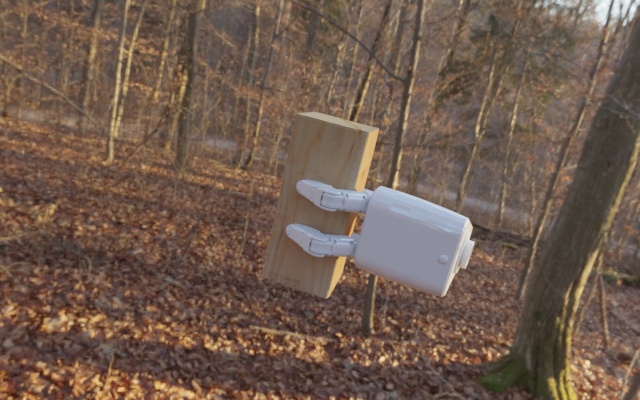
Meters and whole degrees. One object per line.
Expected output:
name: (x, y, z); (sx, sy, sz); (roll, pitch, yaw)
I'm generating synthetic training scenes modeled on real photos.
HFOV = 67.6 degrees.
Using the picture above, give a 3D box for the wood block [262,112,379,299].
wood block: (0.001, 0.002, 0.597); (0.090, 0.206, 0.091); (16, 15, 10)
